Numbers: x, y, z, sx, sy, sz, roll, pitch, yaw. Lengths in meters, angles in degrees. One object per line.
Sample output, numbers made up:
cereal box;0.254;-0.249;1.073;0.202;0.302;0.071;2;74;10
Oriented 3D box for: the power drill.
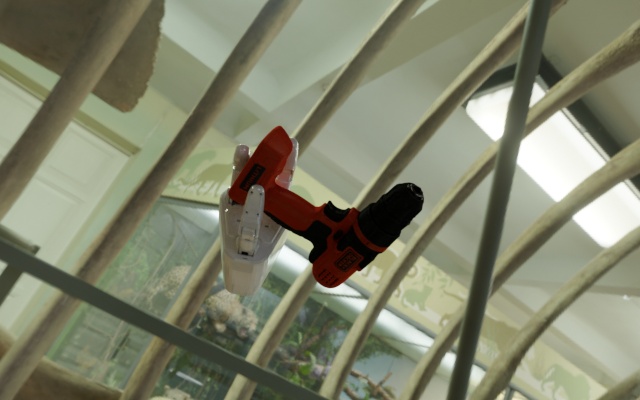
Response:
power drill;0.000;0.002;0.551;0.184;0.187;0.057;-48;4;35
